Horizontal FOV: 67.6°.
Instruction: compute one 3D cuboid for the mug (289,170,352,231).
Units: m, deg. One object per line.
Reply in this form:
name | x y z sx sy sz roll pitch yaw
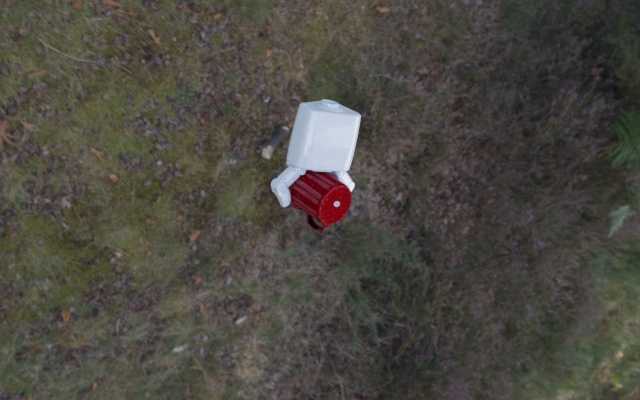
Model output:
mug | 0.000 0.004 0.874 0.093 0.117 0.081 -11 32 -40
